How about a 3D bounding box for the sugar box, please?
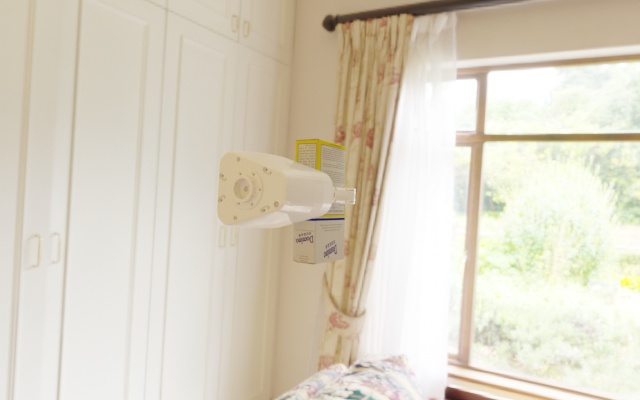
[{"bbox_3d":[0.000,0.002,0.709,0.048,0.176,0.093,4,0,30],"label":"sugar box"}]
